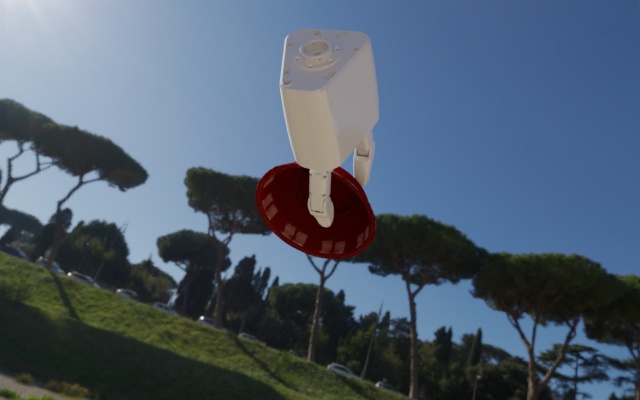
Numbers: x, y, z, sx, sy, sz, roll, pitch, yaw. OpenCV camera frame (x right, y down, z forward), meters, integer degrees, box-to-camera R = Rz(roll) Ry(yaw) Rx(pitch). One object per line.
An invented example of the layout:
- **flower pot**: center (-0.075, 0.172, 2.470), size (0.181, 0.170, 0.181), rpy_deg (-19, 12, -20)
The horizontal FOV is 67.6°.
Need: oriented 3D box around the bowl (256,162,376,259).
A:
- **bowl**: center (0.000, 0.003, 0.622), size (0.162, 0.162, 0.055), rpy_deg (0, 40, 26)
